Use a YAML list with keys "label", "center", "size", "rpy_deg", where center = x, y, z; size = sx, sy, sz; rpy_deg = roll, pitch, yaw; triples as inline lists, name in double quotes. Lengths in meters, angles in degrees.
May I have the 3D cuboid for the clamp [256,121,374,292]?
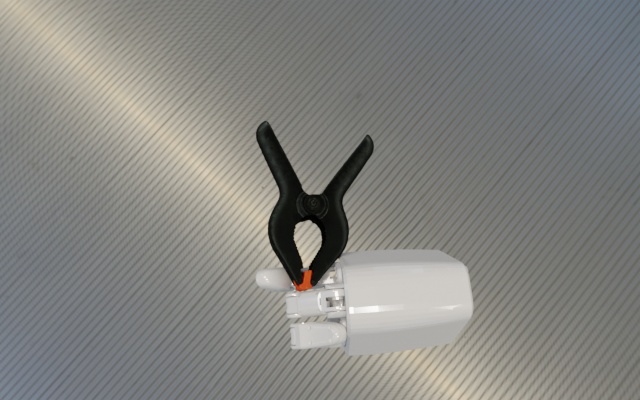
- label: "clamp"
  center: [0.000, 0.002, 0.472]
  size: [0.120, 0.171, 0.039]
  rpy_deg: [-3, -11, -4]
